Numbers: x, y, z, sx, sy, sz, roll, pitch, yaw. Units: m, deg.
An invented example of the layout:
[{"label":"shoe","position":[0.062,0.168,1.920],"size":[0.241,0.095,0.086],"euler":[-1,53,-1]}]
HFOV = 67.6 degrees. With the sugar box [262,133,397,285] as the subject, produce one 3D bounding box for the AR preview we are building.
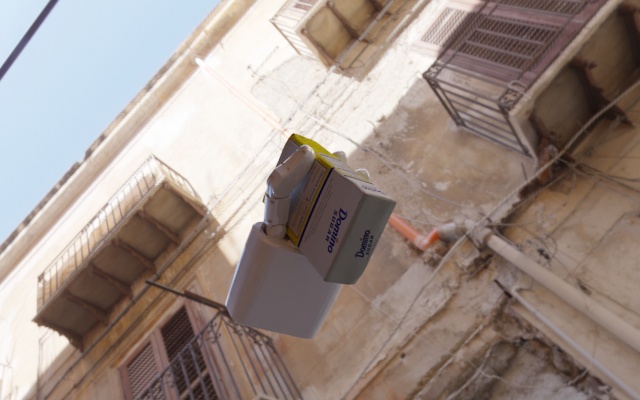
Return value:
[{"label":"sugar box","position":[0.000,0.002,0.498],"size":[0.048,0.093,0.176],"euler":[13,18,-34]}]
